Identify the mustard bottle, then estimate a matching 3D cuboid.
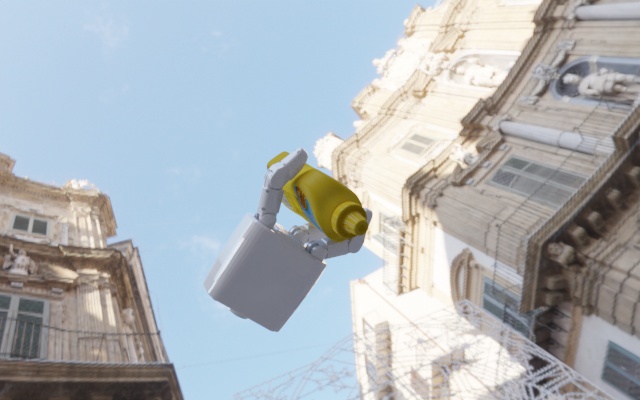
[{"bbox_3d":[0.000,0.002,0.593,0.058,0.096,0.191,-36,31,-13],"label":"mustard bottle"}]
